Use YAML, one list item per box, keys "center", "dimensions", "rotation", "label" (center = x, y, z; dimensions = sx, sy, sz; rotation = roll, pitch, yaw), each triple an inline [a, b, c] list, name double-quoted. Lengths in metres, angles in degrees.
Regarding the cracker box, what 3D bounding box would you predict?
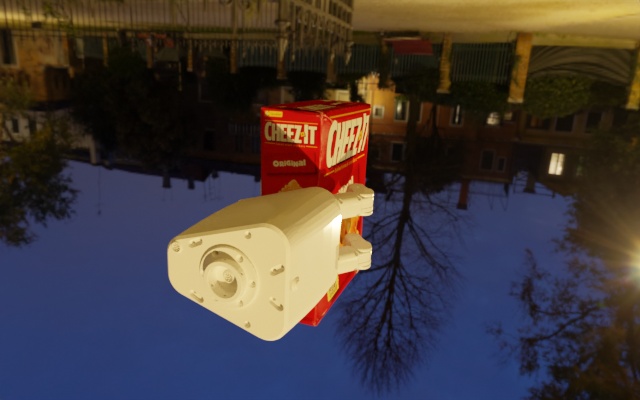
- center: [0.000, 0.002, 0.527]
  dimensions: [0.072, 0.214, 0.164]
  rotation: [8, 17, 19]
  label: "cracker box"
